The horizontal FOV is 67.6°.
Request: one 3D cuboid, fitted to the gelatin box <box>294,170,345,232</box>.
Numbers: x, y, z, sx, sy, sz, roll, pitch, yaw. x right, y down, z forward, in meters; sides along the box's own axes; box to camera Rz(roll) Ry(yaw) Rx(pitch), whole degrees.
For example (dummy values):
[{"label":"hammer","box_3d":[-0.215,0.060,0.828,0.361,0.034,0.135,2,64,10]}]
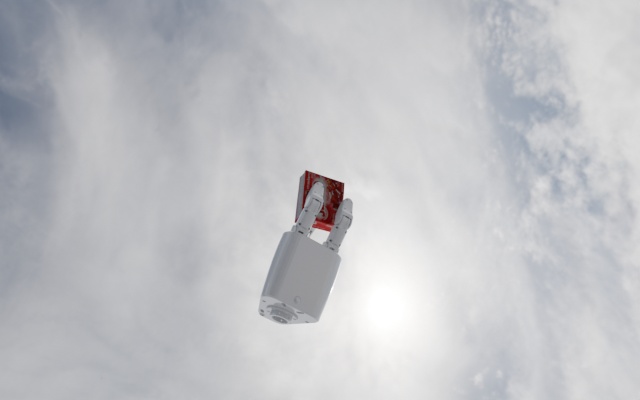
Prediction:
[{"label":"gelatin box","box_3d":[0.000,0.002,0.775,0.073,0.089,0.030,17,-33,-20]}]
